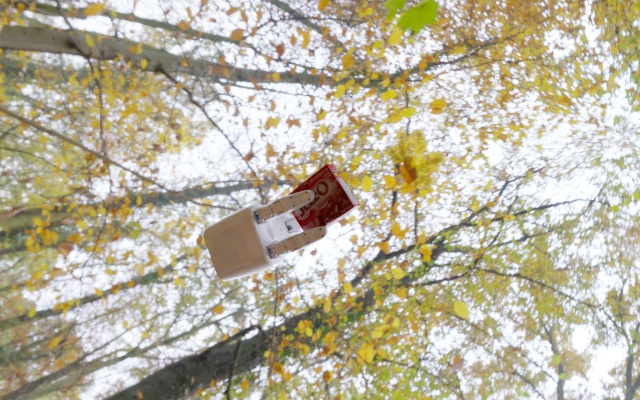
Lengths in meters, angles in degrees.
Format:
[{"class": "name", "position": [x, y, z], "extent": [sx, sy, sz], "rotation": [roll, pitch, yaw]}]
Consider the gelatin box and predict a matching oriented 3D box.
[{"class": "gelatin box", "position": [0.001, 0.002, 0.684], "extent": [0.089, 0.073, 0.030], "rotation": [-36, -11, 22]}]
